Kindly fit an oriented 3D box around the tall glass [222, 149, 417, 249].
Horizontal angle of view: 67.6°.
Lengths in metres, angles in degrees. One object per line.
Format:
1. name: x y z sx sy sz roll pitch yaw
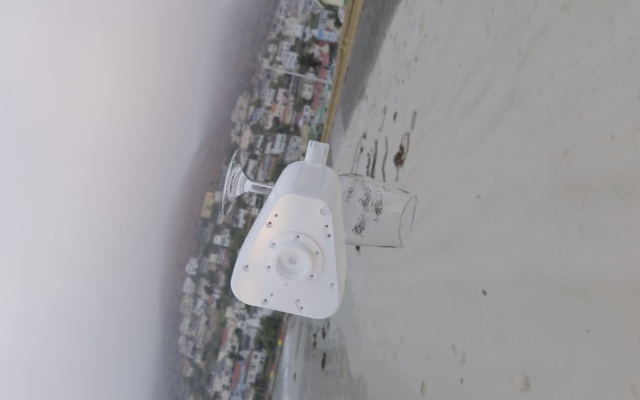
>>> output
1. tall glass: -0.001 0.001 0.523 0.201 0.079 0.079 12 0 -1
